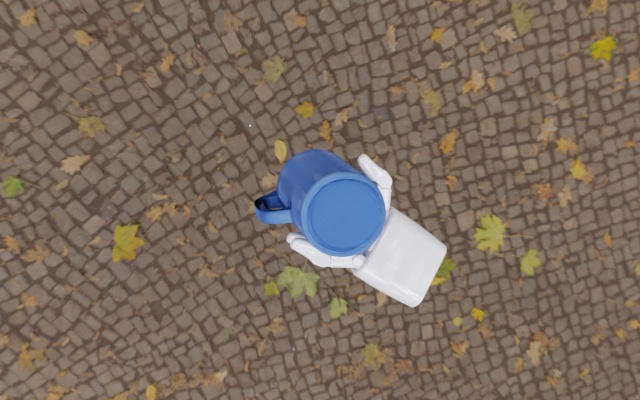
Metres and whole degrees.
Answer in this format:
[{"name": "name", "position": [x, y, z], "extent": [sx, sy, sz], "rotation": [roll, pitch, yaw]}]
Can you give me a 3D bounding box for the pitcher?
[{"name": "pitcher", "position": [0.000, 0.002, 0.689], "extent": [0.145, 0.149, 0.243], "rotation": [33, 3, -13]}]
